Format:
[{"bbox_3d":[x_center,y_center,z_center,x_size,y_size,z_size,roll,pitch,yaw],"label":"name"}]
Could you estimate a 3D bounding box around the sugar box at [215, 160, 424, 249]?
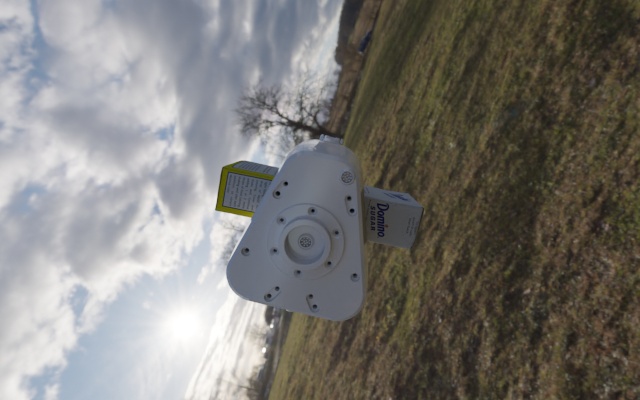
[{"bbox_3d":[0.000,0.002,0.449,0.176,0.048,0.093,14,9,0],"label":"sugar box"}]
